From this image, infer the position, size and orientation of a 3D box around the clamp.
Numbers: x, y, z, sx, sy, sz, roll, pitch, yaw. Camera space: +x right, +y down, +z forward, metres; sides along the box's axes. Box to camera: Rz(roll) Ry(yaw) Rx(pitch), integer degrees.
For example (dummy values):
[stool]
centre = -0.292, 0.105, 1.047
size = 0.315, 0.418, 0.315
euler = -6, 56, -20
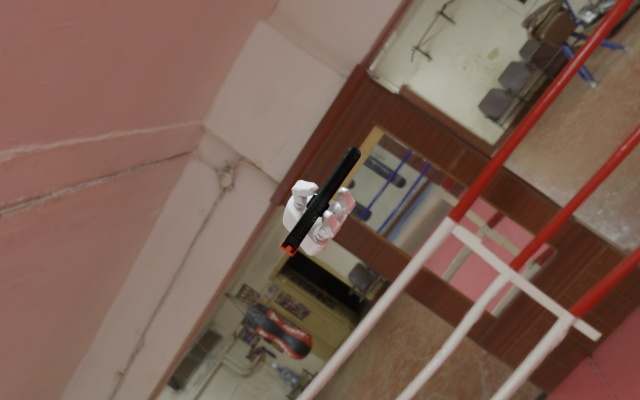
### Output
[clamp]
centre = -0.001, 0.003, 0.843
size = 0.036, 0.210, 0.165
euler = 35, -23, 2
